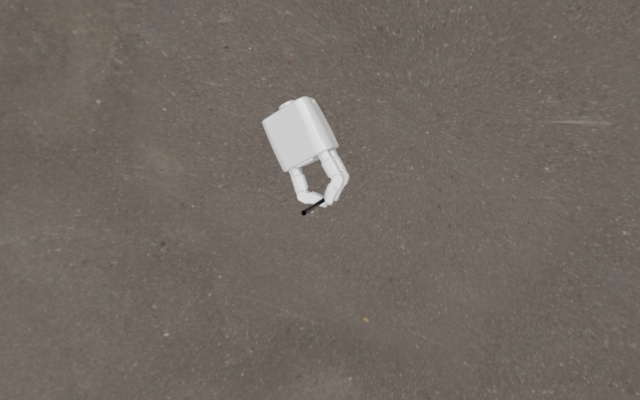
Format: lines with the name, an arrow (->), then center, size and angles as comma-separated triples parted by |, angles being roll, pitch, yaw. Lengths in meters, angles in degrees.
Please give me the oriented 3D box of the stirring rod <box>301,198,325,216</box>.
stirring rod -> 0.000, 0.003, 0.851 | 0.011, 0.011, 0.239 | 0, 8, 13
